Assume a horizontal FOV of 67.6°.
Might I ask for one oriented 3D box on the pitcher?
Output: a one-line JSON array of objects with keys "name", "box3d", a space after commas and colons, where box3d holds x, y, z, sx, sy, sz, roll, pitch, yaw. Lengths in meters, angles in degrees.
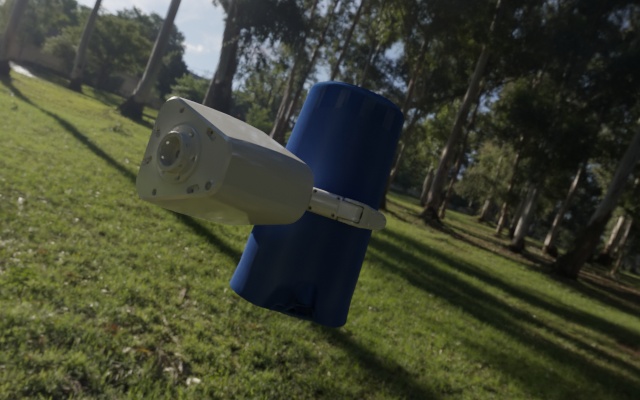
[{"name": "pitcher", "box3d": [0.000, 0.002, 0.529, 0.149, 0.243, 0.145, 20, 1, 35]}]
